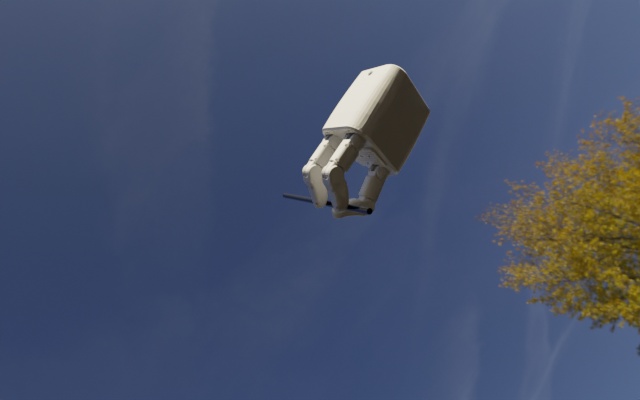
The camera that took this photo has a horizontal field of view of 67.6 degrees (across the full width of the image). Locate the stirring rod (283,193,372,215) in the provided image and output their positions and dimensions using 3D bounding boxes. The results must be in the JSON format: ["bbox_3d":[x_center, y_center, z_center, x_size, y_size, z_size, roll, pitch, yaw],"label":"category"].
[{"bbox_3d":[0.000,0.002,0.660,0.011,0.011,0.239,0,5,-28],"label":"stirring rod"}]
